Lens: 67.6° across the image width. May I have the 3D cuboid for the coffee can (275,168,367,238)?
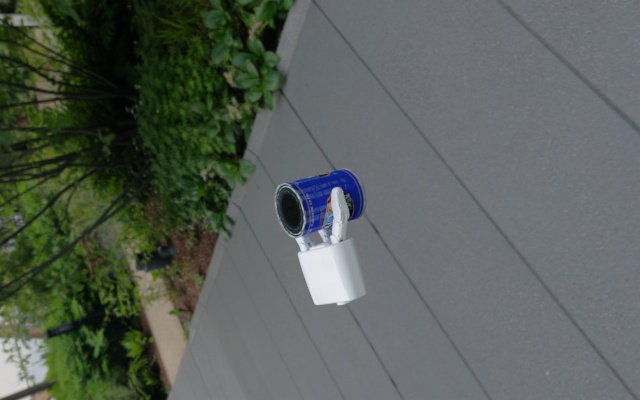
[{"bbox_3d":[0.000,0.003,0.892,0.140,0.103,0.103,-16,9,-33],"label":"coffee can"}]
